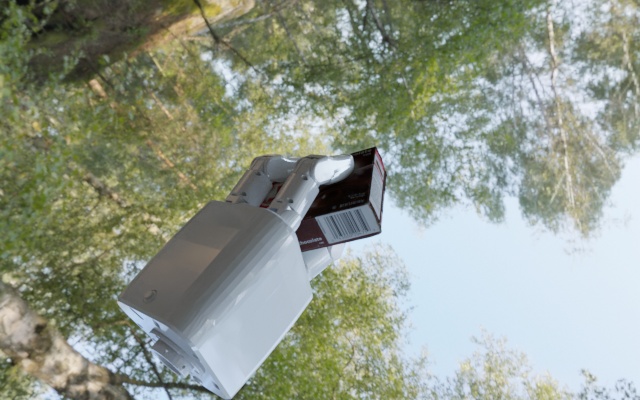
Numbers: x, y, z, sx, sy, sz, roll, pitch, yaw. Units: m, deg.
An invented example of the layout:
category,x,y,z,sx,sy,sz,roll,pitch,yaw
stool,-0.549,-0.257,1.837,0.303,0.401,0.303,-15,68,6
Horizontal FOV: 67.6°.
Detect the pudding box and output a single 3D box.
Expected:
category,x,y,z,sx,sy,sz,roll,pitch,yaw
pudding box,0.000,0.002,0.427,0.113,0.039,0.090,-13,34,19
